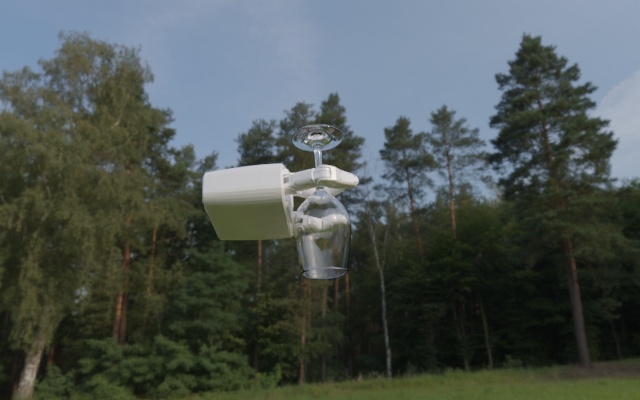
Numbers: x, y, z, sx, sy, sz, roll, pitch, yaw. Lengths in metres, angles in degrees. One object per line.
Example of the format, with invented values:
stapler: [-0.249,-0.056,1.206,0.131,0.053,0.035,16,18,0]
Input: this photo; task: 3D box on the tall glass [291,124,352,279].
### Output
tall glass: [0.000,0.001,0.649,0.079,0.201,0.079,-3,-22,-1]
